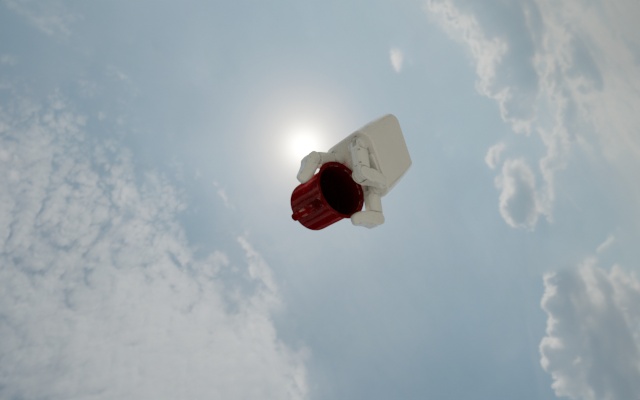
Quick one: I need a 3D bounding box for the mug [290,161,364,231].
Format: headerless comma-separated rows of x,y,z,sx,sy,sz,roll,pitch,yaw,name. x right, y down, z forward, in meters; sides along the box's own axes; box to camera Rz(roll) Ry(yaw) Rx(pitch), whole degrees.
-0.001,0.003,0.736,0.081,0.093,0.117,-30,4,44,mug
